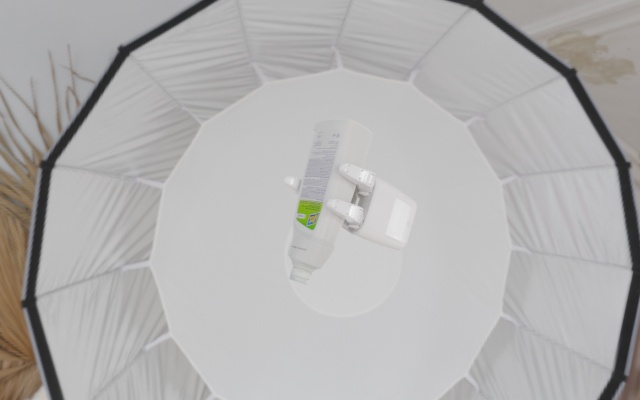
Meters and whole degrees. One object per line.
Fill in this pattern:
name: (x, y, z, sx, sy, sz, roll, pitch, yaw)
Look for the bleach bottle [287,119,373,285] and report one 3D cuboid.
bleach bottle: (0.000, 0.002, 0.732, 0.068, 0.251, 0.102, 25, -11, -35)
